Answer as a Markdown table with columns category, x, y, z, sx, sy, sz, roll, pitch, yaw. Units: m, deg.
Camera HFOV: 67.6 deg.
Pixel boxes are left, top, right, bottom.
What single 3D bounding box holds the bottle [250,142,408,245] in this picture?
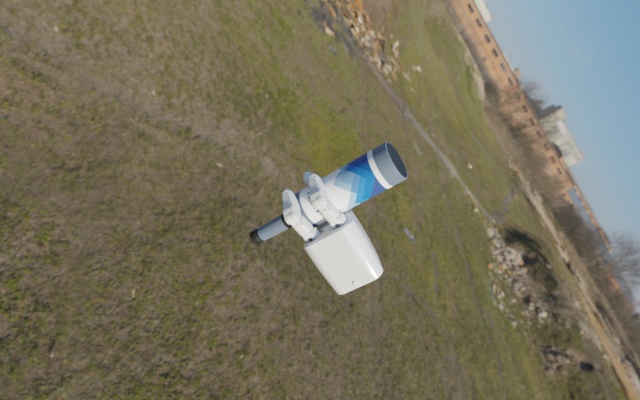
| category | x | y | z | sx | sy | sz | roll | pitch | yaw |
| --- | --- | --- | --- | --- | --- | --- | --- | --- | --- |
| bottle | 0.000 | 0.002 | 0.799 | 0.296 | 0.069 | 0.069 | -29 | -12 | 23 |
